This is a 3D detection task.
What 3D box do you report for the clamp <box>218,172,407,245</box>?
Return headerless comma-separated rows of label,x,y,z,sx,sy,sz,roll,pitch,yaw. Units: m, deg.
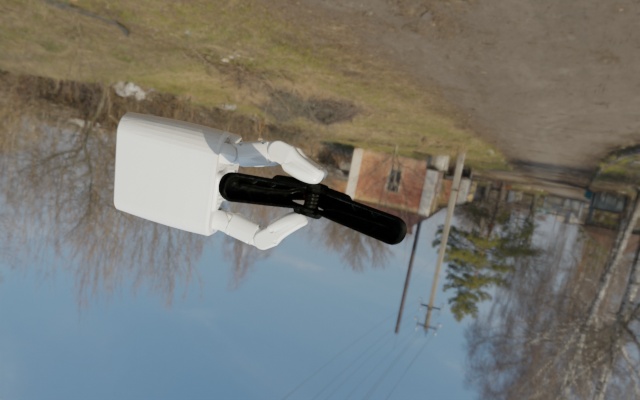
clamp,0.000,0.002,0.492,0.164,0.036,0.210,17,5,3
